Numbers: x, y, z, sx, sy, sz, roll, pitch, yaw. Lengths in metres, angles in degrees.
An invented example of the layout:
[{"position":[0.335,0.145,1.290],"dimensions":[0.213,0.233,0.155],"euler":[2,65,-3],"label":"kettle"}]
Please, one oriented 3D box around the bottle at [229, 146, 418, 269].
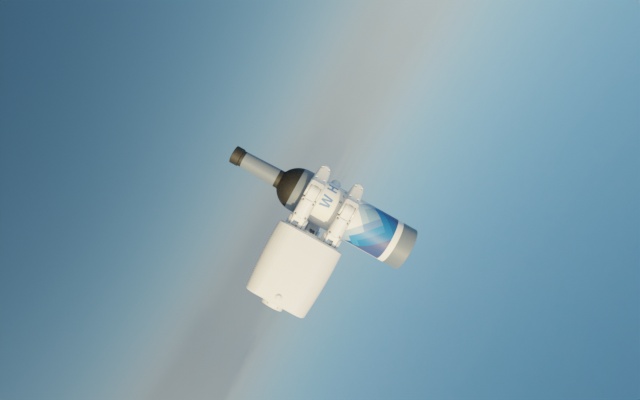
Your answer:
[{"position":[0.000,0.002,0.712],"dimensions":[0.296,0.069,0.069],"euler":[29,-1,-3],"label":"bottle"}]
